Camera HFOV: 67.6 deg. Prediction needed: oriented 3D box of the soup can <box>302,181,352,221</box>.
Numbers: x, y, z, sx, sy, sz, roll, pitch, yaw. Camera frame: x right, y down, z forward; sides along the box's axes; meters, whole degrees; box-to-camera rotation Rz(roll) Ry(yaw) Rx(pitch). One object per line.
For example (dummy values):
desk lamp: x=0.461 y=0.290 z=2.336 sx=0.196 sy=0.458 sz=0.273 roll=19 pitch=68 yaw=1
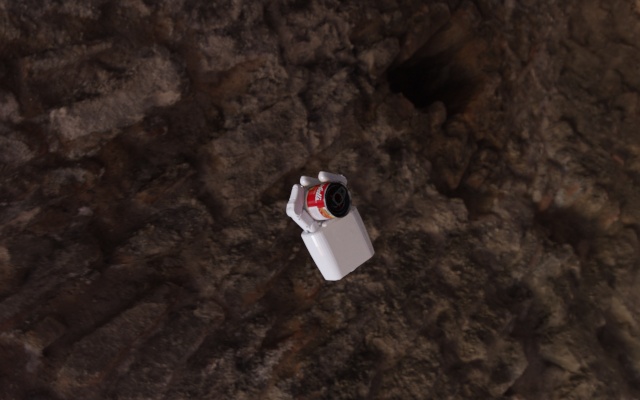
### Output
soup can: x=0.000 y=0.003 z=0.894 sx=0.068 sy=0.068 sz=0.102 roll=0 pitch=-6 yaw=-41
